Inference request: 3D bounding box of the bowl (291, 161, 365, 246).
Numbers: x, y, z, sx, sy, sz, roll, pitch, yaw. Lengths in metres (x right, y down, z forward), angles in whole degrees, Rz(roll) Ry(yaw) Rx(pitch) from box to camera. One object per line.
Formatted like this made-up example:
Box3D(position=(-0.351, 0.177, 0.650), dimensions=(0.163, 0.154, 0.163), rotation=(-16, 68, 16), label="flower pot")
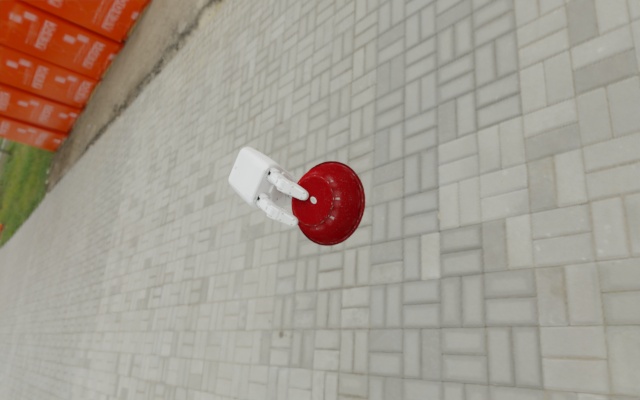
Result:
Box3D(position=(0.001, 0.003, 0.881), dimensions=(0.162, 0.162, 0.055), rotation=(0, -5, 35), label="bowl")
